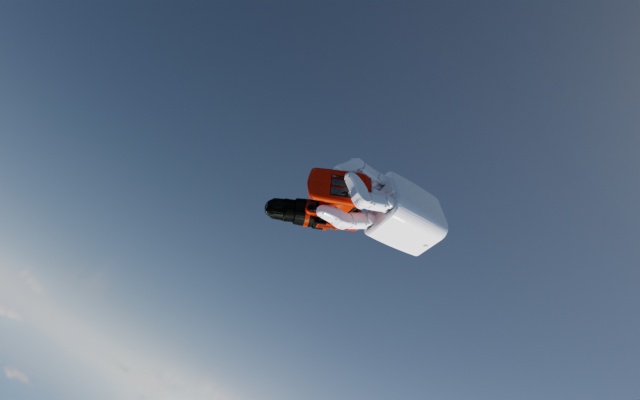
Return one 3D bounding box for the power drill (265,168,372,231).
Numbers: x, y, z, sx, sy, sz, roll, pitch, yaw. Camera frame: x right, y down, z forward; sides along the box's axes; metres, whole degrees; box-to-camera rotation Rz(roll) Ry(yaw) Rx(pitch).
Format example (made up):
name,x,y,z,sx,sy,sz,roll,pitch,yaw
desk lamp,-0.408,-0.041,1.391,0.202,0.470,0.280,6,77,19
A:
name,x,y,z,sx,sy,sz,roll,pitch,yaw
power drill,0.000,0.003,0.830,0.184,0.057,0.188,6,-18,-9
